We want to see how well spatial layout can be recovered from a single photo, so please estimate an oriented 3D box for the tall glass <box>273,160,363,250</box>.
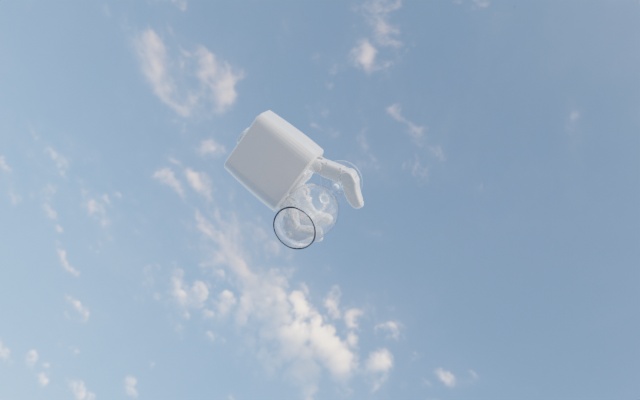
[{"bbox_3d":[0.001,0.002,0.713,0.079,0.079,0.201,0,21,22],"label":"tall glass"}]
